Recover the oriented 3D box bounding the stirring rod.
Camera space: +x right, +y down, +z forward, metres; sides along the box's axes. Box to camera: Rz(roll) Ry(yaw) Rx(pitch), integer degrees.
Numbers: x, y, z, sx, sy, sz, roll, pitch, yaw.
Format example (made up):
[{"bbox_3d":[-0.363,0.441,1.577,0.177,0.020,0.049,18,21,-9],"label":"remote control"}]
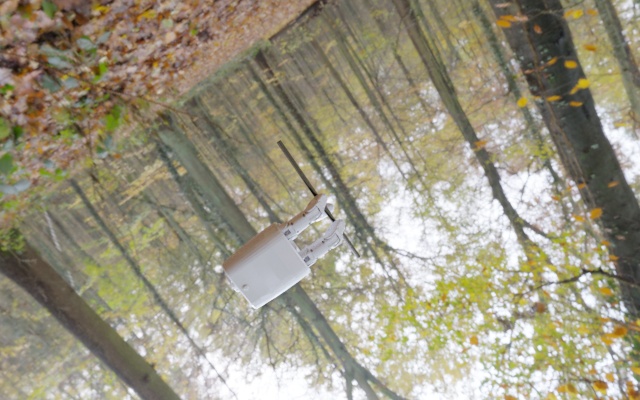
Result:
[{"bbox_3d":[0.000,0.002,0.779,0.011,0.239,0.011,-31,18,11],"label":"stirring rod"}]
